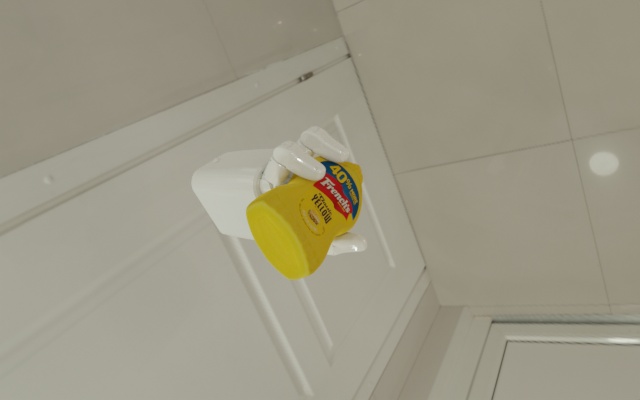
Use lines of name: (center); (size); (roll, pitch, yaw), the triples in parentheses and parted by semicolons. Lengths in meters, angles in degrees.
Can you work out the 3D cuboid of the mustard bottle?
mustard bottle: (0.000, 0.002, 0.555); (0.058, 0.096, 0.191); (-25, 11, 39)
